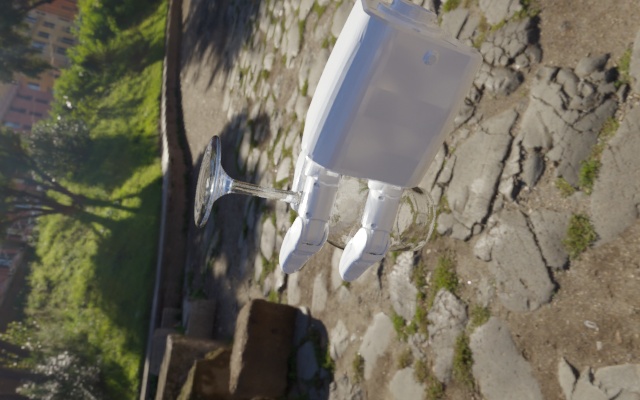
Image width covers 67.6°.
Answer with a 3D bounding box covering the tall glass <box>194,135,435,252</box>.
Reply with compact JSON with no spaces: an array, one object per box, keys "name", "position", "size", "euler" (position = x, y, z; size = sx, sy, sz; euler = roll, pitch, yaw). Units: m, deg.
[{"name":"tall glass","position":[-0.001,0.001,0.413],"size":[0.201,0.079,0.079],"euler":[11,-4,-23]}]
